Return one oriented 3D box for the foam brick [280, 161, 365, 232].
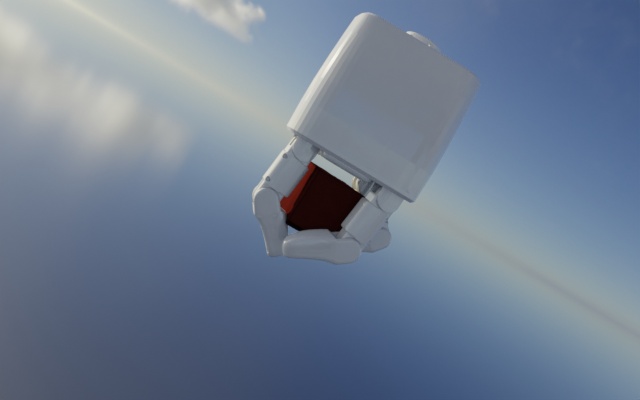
[{"bbox_3d":[0.000,0.001,0.414,0.053,0.051,0.078,30,5,-17],"label":"foam brick"}]
